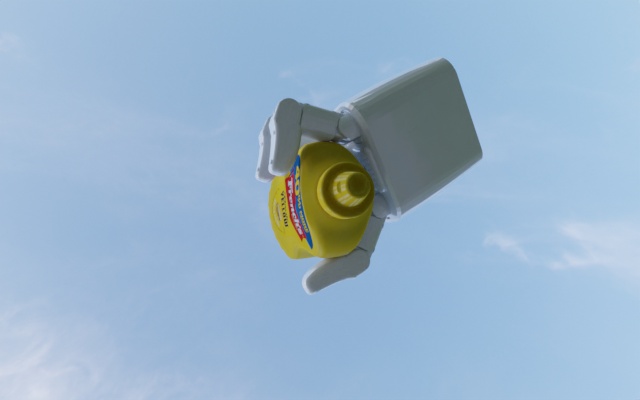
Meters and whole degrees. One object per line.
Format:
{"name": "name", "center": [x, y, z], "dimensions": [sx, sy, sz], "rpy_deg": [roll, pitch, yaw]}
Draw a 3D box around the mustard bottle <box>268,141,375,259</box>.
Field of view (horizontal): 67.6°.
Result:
{"name": "mustard bottle", "center": [0.000, 0.001, 0.410], "dimensions": [0.058, 0.096, 0.191], "rpy_deg": [-5, -5, -17]}
